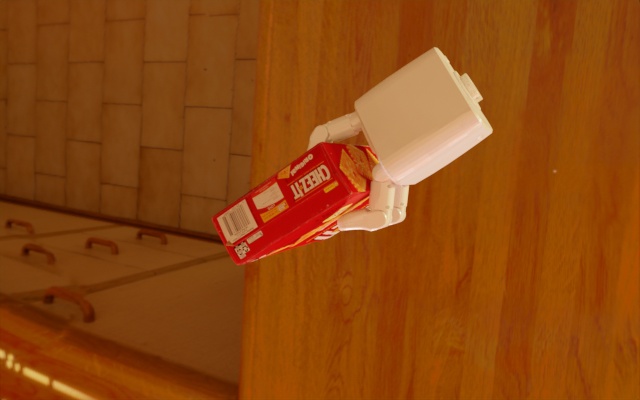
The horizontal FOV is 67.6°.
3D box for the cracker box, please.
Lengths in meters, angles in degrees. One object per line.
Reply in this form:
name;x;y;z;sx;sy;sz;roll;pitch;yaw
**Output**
cracker box;0.000;0.002;0.588;0.164;0.072;0.213;-33;-11;24
